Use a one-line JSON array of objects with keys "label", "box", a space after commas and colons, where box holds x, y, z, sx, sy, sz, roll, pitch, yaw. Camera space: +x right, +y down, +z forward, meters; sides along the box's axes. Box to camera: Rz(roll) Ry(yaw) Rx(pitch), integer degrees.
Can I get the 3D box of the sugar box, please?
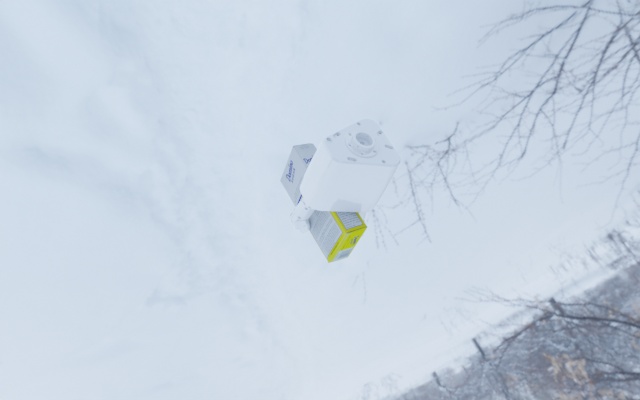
[{"label": "sugar box", "box": [0.001, 0.002, 0.763, 0.048, 0.176, 0.093, -13, -30, -29]}]
